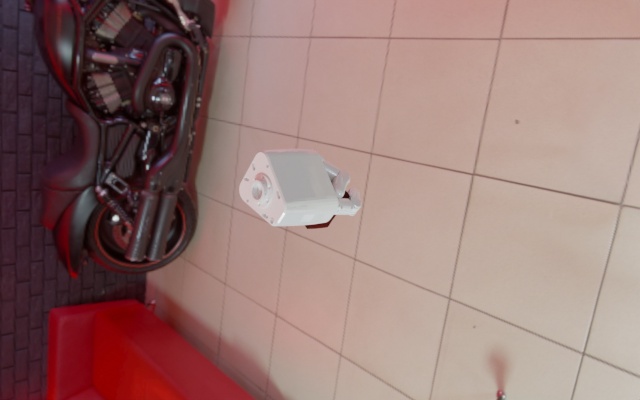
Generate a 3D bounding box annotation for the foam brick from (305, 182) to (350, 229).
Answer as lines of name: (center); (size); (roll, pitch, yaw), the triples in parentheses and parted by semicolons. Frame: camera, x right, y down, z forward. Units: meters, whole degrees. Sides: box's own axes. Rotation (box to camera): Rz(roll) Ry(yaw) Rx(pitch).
foam brick: (0.000, 0.003, 0.794); (0.051, 0.053, 0.078); (-5, -41, -45)
